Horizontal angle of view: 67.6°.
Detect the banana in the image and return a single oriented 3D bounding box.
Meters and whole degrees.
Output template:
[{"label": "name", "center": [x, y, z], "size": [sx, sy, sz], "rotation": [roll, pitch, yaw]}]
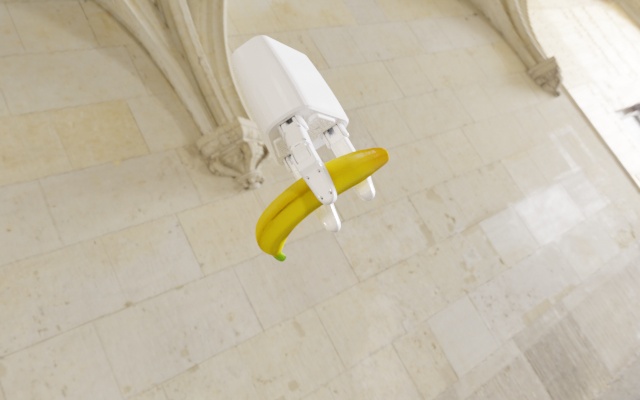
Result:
[{"label": "banana", "center": [-0.014, 0.003, 0.506], "size": [0.069, 0.037, 0.198], "rotation": [1, -36, -48]}]
